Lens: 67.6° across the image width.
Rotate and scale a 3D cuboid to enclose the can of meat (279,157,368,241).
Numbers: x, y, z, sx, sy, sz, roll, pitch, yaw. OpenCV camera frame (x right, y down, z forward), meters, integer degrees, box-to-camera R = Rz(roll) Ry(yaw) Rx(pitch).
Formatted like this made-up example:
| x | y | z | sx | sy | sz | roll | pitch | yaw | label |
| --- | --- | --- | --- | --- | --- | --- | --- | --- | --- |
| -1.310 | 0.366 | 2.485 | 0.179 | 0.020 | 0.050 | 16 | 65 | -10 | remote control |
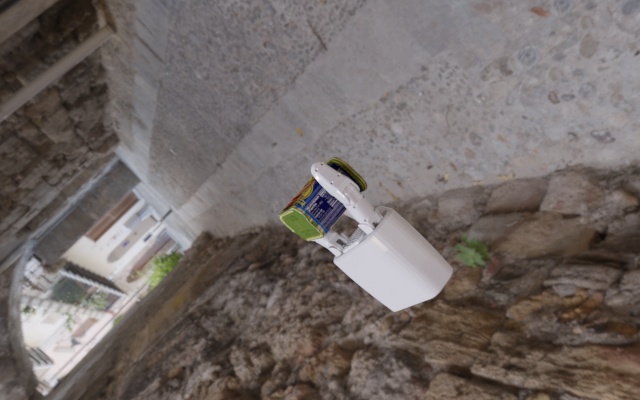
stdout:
| x | y | z | sx | sy | sz | roll | pitch | yaw | label |
| --- | --- | --- | --- | --- | --- | --- | --- | --- | --- |
| 0.000 | 0.002 | 0.594 | 0.057 | 0.084 | 0.102 | 43 | -18 | -7 | can of meat |
